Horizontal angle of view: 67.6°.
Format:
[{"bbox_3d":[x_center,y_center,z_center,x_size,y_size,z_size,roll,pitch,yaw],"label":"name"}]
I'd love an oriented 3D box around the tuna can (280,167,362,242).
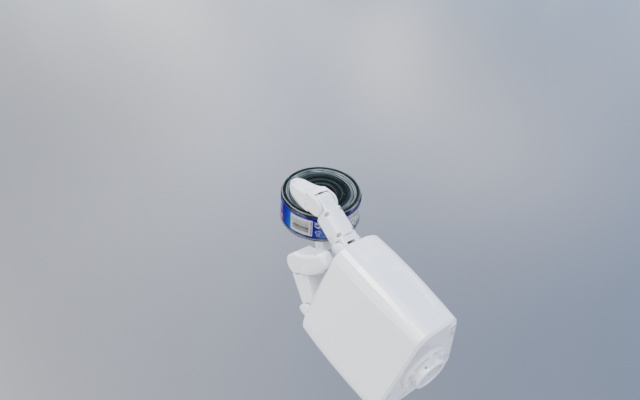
[{"bbox_3d":[0.000,0.001,0.503,0.086,0.034,0.086,2,40,-2],"label":"tuna can"}]
